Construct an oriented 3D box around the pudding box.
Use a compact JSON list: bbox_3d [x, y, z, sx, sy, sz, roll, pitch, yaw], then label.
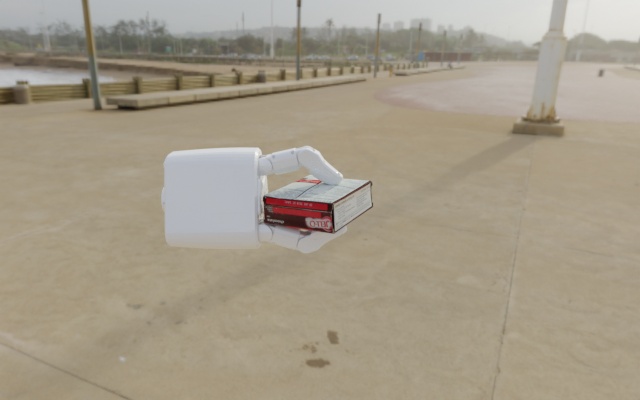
[{"bbox_3d":[0.000,0.002,0.557,0.090,0.039,0.113,7,20,27],"label":"pudding box"}]
